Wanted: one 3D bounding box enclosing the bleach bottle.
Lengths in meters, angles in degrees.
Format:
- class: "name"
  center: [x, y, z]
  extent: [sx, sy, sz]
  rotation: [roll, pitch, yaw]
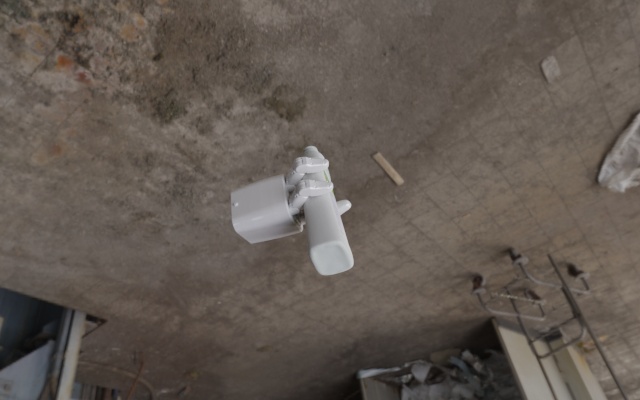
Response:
- class: "bleach bottle"
  center: [0.000, 0.003, 0.869]
  extent: [0.068, 0.250, 0.103]
  rotation: [-16, -40, 6]
